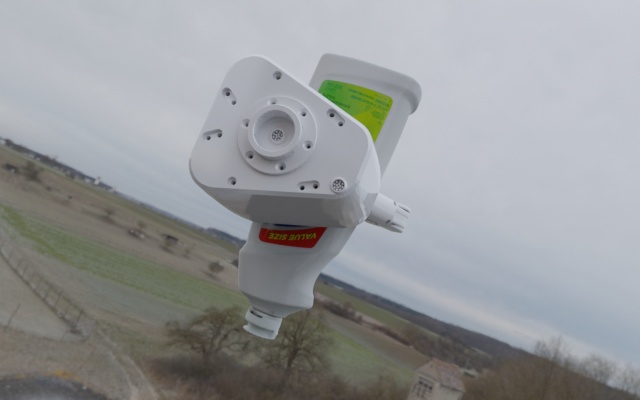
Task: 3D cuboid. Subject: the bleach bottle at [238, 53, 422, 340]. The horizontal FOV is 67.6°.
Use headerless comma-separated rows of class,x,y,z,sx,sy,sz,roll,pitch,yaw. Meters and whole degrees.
bleach bottle,0.000,0.001,0.424,0.102,0.251,0.068,20,-7,10
